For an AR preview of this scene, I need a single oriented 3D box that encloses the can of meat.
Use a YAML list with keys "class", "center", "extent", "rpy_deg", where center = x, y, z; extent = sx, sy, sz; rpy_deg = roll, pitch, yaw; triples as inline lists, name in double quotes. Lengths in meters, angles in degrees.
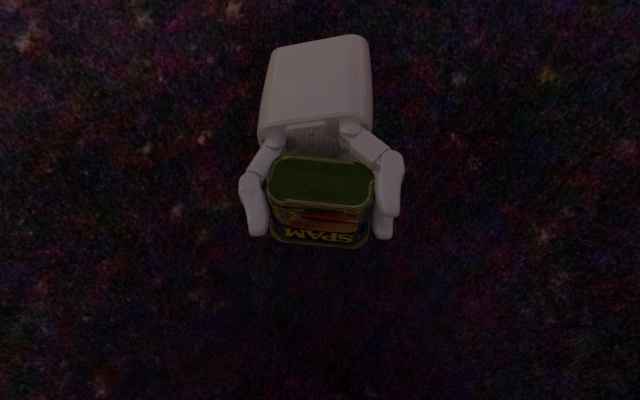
- class: "can of meat"
  center: [0.000, 0.001, 0.458]
  extent: [0.102, 0.057, 0.084]
  rpy_deg: [6, -28, 2]
